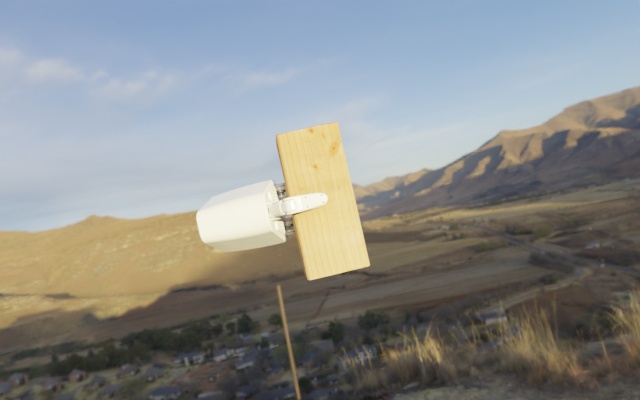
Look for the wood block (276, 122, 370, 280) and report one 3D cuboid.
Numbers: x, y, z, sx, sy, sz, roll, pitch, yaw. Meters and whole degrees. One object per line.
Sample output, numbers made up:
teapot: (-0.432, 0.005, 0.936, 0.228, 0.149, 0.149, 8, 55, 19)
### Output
wood block: (0.000, 0.002, 0.698, 0.090, 0.206, 0.091, -13, -2, -5)
